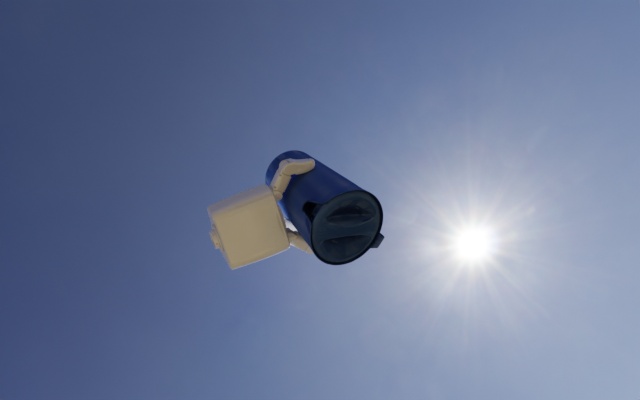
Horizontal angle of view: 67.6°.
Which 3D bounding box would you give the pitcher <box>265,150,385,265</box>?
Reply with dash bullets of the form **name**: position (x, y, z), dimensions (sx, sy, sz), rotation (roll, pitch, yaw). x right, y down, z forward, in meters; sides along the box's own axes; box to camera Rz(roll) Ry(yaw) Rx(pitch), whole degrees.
- **pitcher**: position (0.000, 0.003, 0.846), dimensions (0.145, 0.149, 0.242), rotation (-22, 33, -18)
